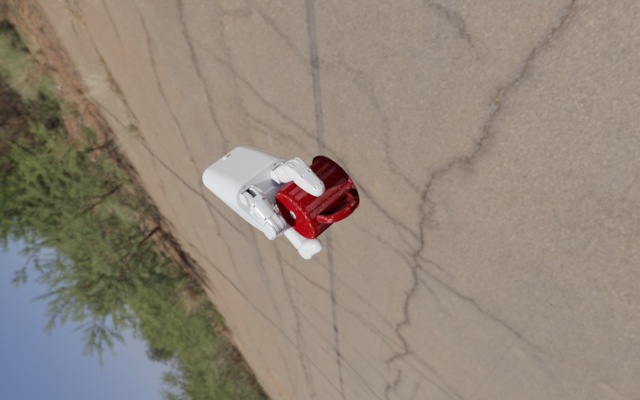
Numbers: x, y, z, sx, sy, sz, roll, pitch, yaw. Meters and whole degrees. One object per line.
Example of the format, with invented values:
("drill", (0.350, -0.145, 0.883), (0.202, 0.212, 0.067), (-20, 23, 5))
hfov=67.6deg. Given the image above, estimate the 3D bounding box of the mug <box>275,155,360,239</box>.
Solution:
("mug", (0.001, 0.003, 0.642), (0.081, 0.093, 0.117), (-40, 37, -22))
